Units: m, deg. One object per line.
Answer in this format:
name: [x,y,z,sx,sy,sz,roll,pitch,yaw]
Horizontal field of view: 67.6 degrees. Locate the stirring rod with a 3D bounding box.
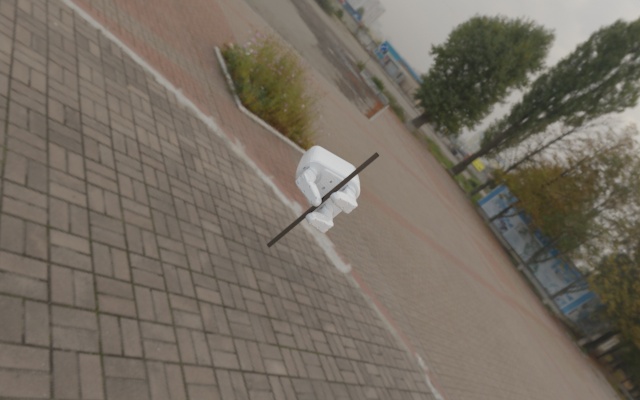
stirring rod: [0.000,0.003,0.771,0.239,0.011,0.011,-40,-14,17]
